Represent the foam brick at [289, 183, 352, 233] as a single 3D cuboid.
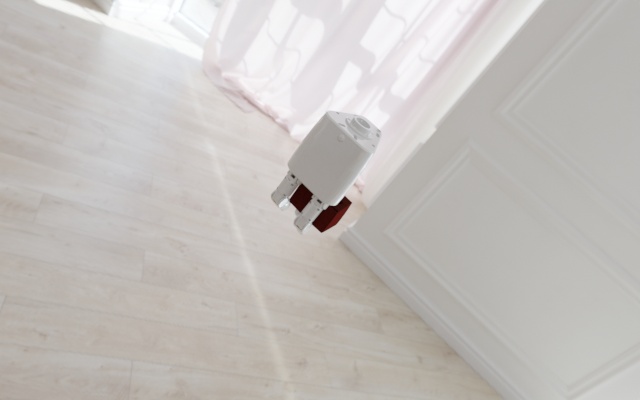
[{"bbox_3d":[0.000,0.003,0.754,0.078,0.051,0.053,44,30,11],"label":"foam brick"}]
